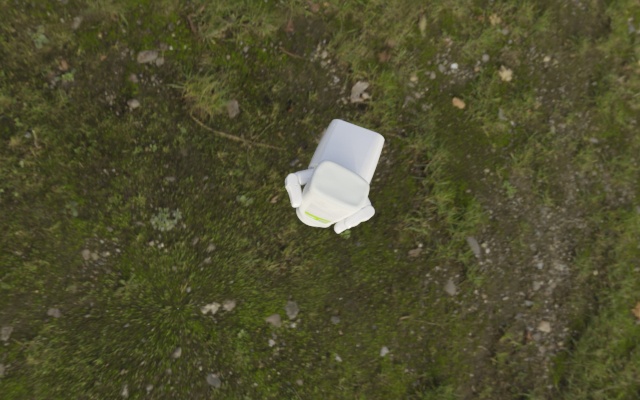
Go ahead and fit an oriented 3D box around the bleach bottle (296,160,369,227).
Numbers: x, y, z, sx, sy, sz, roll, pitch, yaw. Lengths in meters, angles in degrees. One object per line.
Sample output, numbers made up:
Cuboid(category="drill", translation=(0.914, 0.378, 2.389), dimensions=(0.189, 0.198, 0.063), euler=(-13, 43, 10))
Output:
Cuboid(category="bleach bottle", translation=(0.000, 0.003, 0.889), dimensions=(0.102, 0.068, 0.251), euler=(26, -19, -9))
